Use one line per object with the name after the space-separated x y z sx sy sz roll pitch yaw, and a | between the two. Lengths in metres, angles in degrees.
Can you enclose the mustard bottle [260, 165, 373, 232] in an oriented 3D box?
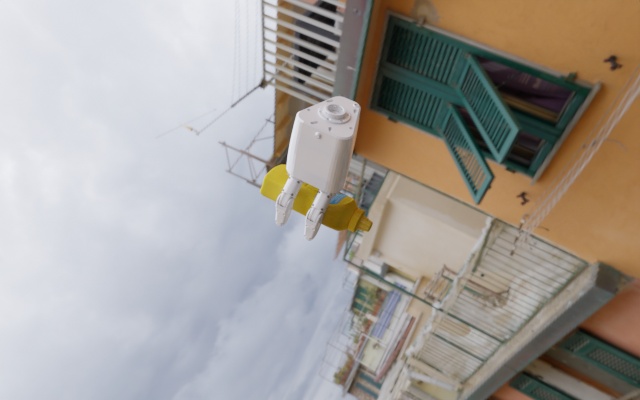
0.000 0.003 0.812 0.191 0.058 0.096 26 20 14 | mustard bottle
